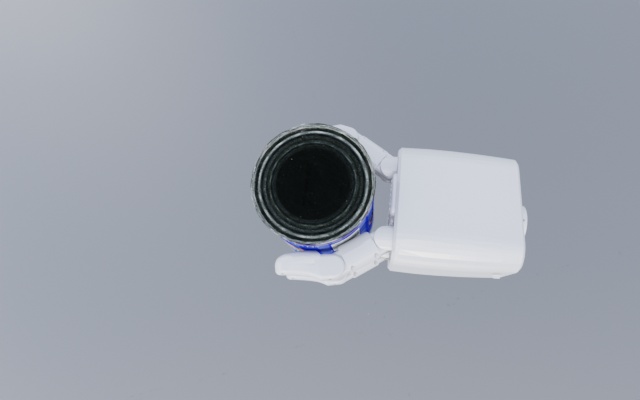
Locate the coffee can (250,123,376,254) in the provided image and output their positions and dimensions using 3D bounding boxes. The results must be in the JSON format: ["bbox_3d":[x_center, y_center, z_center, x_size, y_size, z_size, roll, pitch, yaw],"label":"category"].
[{"bbox_3d":[0.000,0.001,0.453,0.103,0.102,0.140,0,-13,6],"label":"coffee can"}]
